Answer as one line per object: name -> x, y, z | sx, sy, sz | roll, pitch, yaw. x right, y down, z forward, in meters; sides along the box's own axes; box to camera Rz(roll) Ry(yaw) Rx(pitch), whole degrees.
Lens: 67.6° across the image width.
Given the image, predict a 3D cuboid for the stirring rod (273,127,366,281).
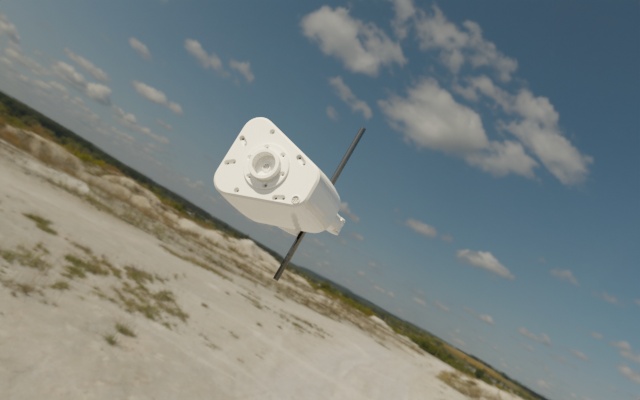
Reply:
stirring rod -> 0.000, 0.002, 0.650 | 0.011, 0.239, 0.011 | 30, -8, 5
